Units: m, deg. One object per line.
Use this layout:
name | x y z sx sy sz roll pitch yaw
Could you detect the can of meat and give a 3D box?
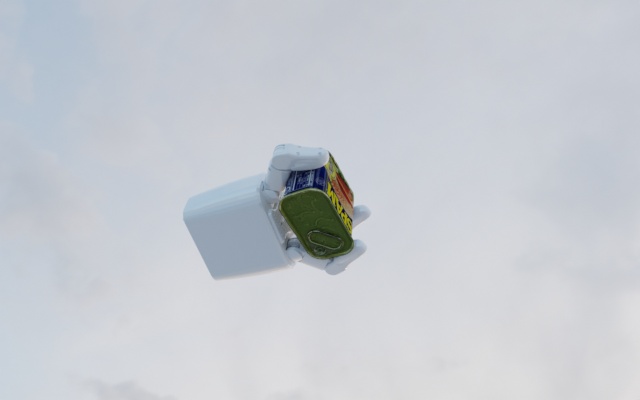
can of meat | 0.000 0.001 0.544 0.057 0.102 0.084 -16 37 20
